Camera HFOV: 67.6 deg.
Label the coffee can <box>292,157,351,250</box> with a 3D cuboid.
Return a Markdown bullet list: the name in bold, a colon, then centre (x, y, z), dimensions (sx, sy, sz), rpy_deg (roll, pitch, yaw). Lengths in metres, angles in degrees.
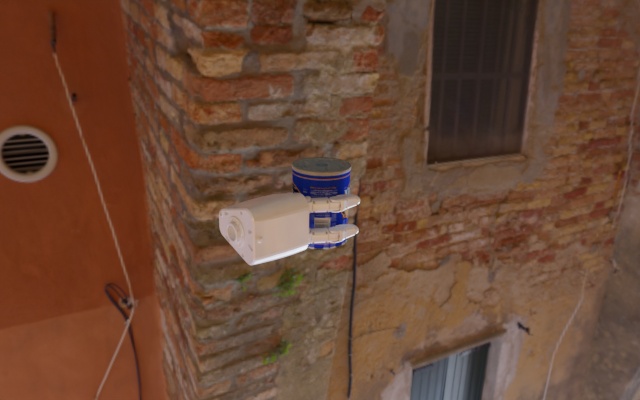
- **coffee can**: centre (0.000, 0.003, 0.846), dimensions (0.103, 0.140, 0.102), rpy_deg (1, 19, 0)
